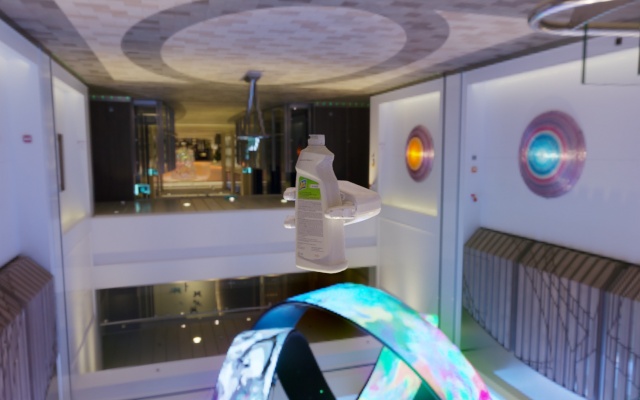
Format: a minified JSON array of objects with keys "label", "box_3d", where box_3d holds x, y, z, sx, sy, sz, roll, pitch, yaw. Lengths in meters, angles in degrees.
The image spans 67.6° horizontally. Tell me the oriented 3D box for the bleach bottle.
[{"label":"bleach bottle","box_3d":[0.000,0.003,0.897,0.102,0.251,0.068,4,7,34]}]
